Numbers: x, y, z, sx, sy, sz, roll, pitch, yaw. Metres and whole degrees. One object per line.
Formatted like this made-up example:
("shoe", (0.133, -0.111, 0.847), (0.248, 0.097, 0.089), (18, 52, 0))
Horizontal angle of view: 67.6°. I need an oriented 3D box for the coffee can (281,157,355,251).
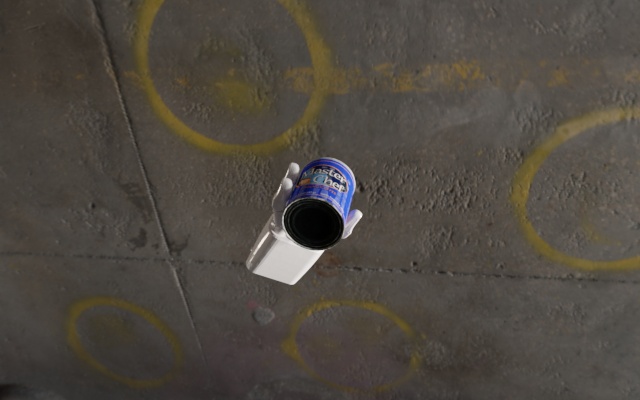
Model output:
("coffee can", (0.000, 0.002, 0.811), (0.103, 0.103, 0.140), (0, 31, 12))
